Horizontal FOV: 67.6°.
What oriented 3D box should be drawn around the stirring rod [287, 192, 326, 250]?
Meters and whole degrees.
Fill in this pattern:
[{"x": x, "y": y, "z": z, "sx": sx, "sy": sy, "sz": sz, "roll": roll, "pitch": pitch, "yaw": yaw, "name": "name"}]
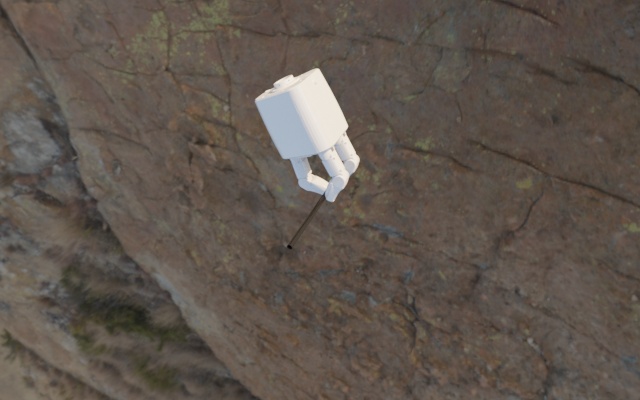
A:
[{"x": 0.000, "y": 0.002, "z": 0.761, "sx": 0.011, "sy": 0.011, "sz": 0.239, "roll": 0, "pitch": 32, "yaw": 25, "name": "stirring rod"}]
